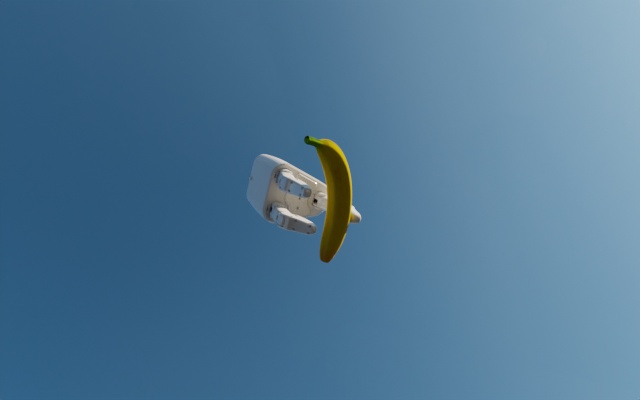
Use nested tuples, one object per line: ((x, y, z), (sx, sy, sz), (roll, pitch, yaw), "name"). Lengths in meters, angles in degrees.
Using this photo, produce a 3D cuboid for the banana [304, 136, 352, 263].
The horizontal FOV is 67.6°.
((0.016, -0.006, 0.690), (0.069, 0.198, 0.037), (-19, 25, -24), "banana")
